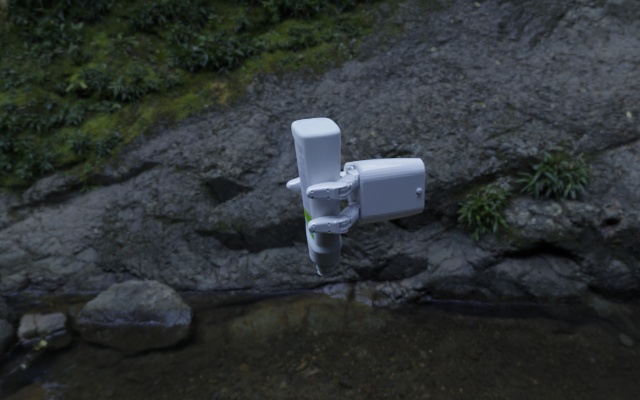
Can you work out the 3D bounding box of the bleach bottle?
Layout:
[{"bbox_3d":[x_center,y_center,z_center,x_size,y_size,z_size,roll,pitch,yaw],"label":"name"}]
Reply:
[{"bbox_3d":[0.000,0.003,0.766,0.068,0.251,0.102,-8,24,-9],"label":"bleach bottle"}]
